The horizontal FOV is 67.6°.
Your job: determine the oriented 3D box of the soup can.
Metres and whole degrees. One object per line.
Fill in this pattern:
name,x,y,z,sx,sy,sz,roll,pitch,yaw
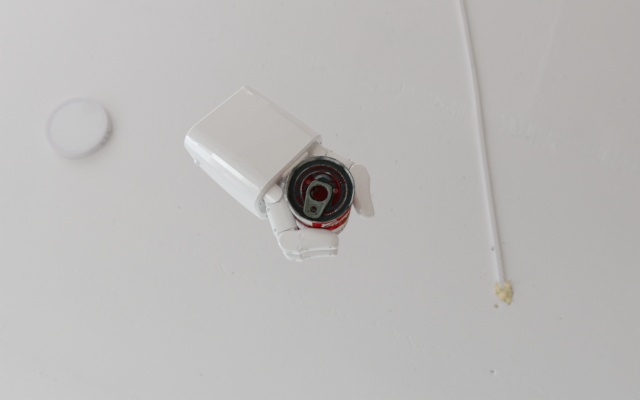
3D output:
soup can,0.001,0.002,0.509,0.068,0.068,0.102,0,-15,0
